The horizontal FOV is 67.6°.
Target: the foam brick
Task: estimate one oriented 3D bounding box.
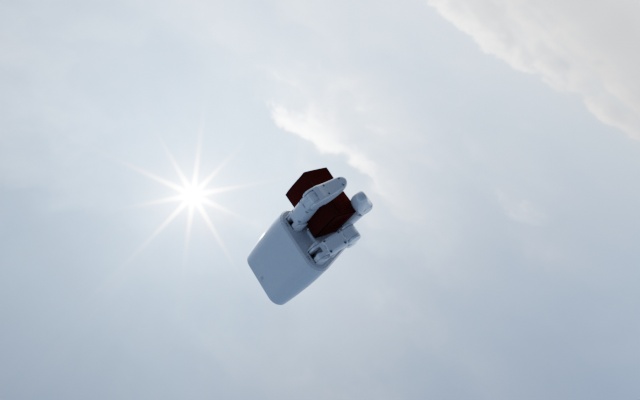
[{"bbox_3d":[0.000,0.002,0.653,0.053,0.078,0.051,-14,-27,-50],"label":"foam brick"}]
